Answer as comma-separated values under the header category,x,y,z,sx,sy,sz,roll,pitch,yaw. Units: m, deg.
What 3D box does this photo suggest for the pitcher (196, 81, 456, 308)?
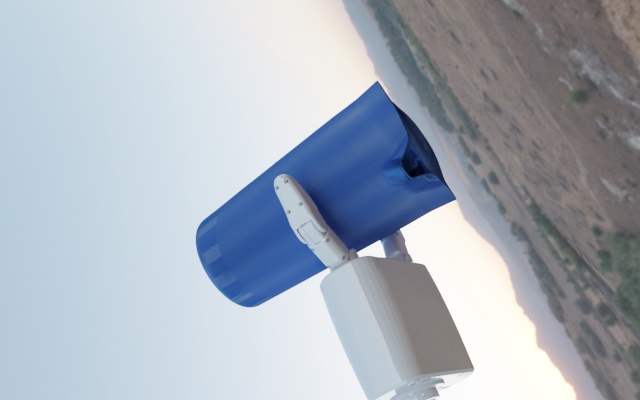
category,x,y,z,sx,sy,sz,roll,pitch,yaw
pitcher,0.000,0.002,0.486,0.243,0.145,0.149,-33,-33,14
